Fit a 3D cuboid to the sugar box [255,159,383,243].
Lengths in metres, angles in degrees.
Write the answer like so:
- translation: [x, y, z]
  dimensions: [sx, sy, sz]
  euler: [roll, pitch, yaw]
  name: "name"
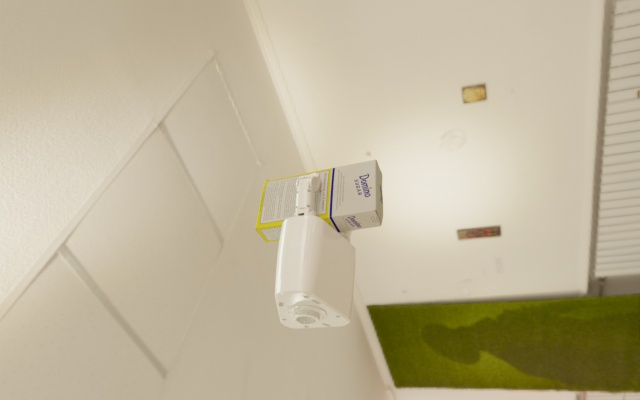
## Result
- translation: [0.000, 0.003, 0.683]
  dimensions: [0.176, 0.093, 0.048]
  euler: [-7, -38, 17]
  name: "sugar box"
